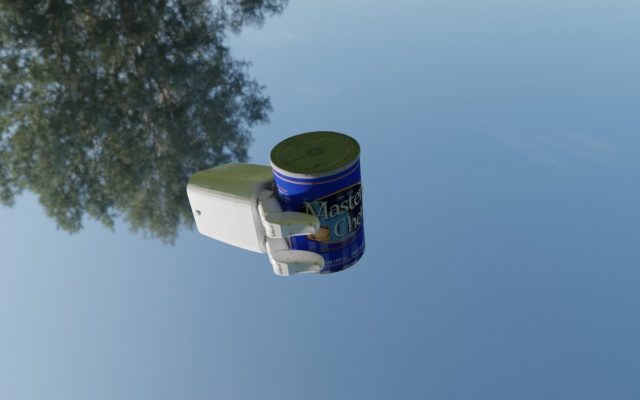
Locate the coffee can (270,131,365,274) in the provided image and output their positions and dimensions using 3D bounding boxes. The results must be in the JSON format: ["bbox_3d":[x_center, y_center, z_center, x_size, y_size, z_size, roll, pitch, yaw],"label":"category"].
[{"bbox_3d":[0.000,0.002,0.573,0.103,0.140,0.102,-5,33,3],"label":"coffee can"}]
